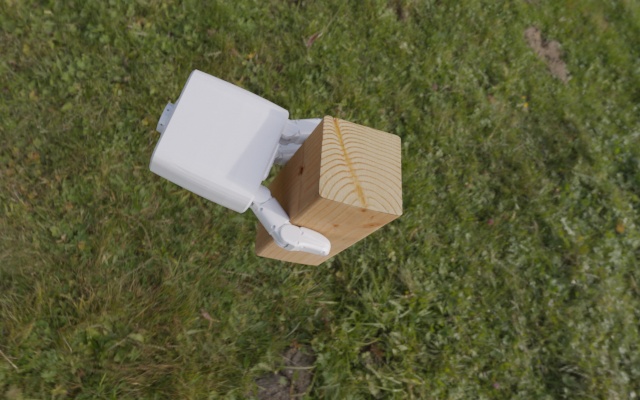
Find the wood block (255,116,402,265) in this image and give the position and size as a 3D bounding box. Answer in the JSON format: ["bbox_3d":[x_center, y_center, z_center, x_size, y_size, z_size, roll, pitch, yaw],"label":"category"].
[{"bbox_3d":[0.000,0.002,0.547,0.090,0.090,0.206,13,-25,-20],"label":"wood block"}]
